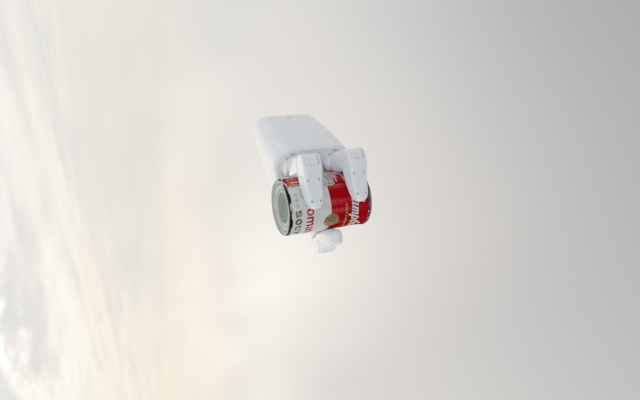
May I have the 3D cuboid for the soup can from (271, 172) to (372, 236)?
[{"bbox_3d":[0.000,0.002,0.562,0.102,0.068,0.068,-8,3,-22],"label":"soup can"}]
